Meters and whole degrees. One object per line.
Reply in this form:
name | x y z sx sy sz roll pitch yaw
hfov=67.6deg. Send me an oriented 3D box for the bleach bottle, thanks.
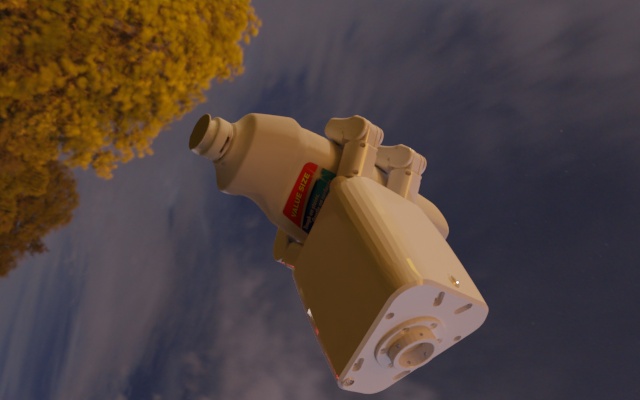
bleach bottle | 0.000 0.001 0.416 0.251 0.102 0.068 26 24 -35
